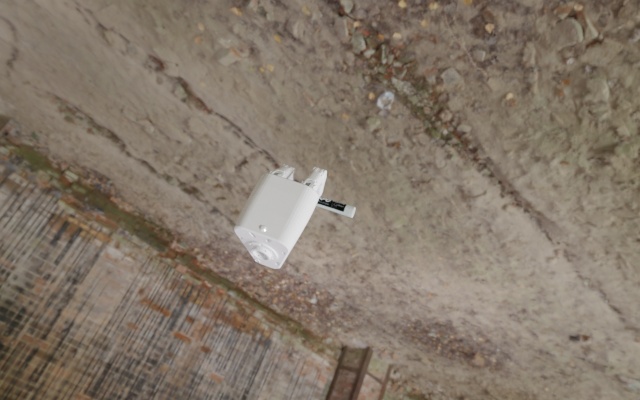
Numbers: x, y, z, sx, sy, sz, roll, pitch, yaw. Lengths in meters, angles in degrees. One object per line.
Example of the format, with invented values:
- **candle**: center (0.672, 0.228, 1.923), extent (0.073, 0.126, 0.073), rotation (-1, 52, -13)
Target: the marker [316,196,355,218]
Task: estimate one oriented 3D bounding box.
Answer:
- **marker**: center (0.000, 0.003, 0.818), extent (0.121, 0.020, 0.020), rotation (18, 4, 13)
